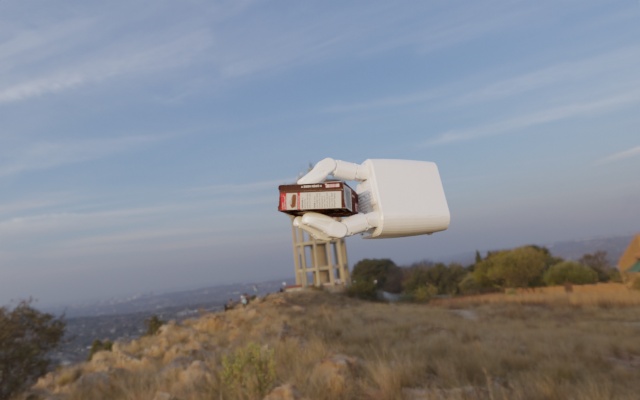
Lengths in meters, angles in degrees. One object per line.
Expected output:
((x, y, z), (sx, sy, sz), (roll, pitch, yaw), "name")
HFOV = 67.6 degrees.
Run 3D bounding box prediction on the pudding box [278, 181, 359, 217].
((0.000, 0.002, 0.654), (0.090, 0.039, 0.113), (-3, -10, 13), "pudding box")
